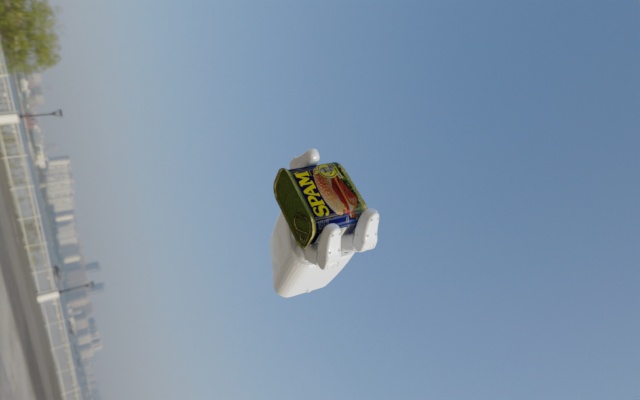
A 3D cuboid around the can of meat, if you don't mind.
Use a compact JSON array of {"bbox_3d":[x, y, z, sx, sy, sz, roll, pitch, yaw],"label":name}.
[{"bbox_3d":[0.000,0.002,0.605,0.084,0.102,0.057,-12,-31,-30],"label":"can of meat"}]
